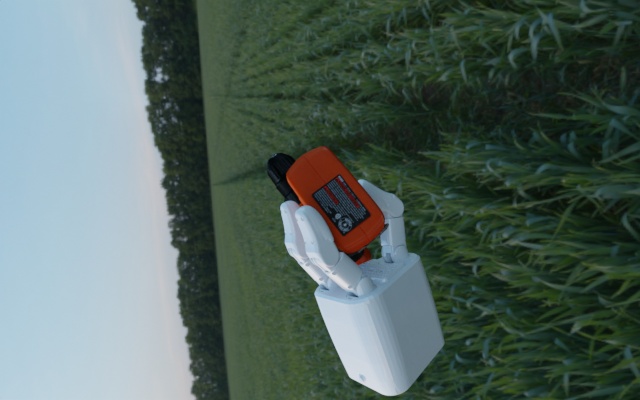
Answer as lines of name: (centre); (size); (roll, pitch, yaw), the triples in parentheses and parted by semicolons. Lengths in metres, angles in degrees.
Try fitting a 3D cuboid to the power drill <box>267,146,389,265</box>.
power drill: (0.000, 0.002, 0.540); (0.057, 0.184, 0.188); (-39, -6, -8)
